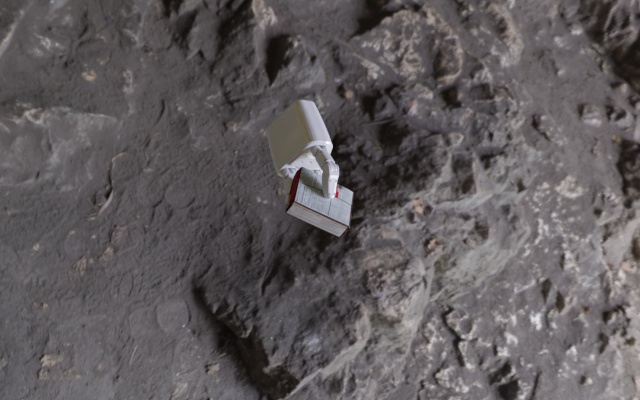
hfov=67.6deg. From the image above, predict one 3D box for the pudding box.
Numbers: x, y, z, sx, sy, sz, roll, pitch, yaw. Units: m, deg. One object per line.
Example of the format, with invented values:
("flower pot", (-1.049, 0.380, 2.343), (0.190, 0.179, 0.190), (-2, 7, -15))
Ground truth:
("pudding box", (0.000, 0.003, 0.833), (0.113, 0.090, 0.039), (24, -45, -14))
